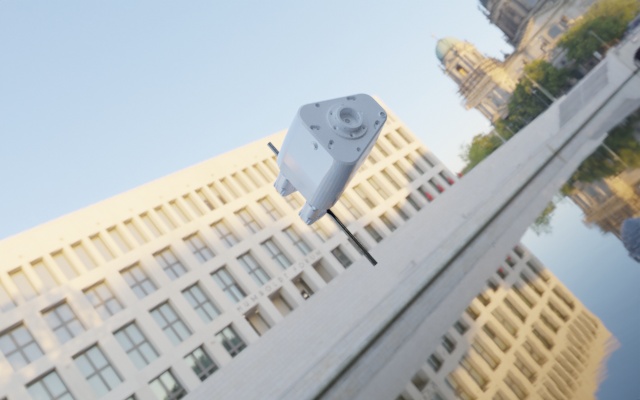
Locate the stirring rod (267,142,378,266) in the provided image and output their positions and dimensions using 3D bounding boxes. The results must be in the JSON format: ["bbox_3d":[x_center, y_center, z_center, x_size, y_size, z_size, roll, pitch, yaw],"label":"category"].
[{"bbox_3d":[0.000,0.002,0.695,0.011,0.239,0.011,-39,-12,-10],"label":"stirring rod"}]
